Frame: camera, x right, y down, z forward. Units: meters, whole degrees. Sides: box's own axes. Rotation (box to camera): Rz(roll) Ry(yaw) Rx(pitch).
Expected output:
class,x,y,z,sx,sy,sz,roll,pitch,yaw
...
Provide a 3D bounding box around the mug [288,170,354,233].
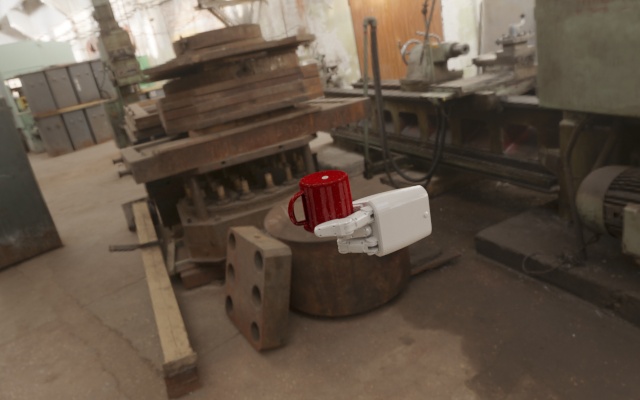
class,x,y,z,sx,sy,sz,roll,pitch,yaw
mug,-0.001,0.003,0.781,0.117,0.081,0.093,-17,19,-22
